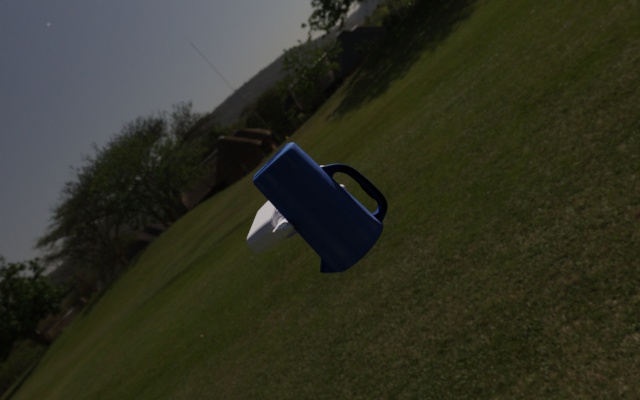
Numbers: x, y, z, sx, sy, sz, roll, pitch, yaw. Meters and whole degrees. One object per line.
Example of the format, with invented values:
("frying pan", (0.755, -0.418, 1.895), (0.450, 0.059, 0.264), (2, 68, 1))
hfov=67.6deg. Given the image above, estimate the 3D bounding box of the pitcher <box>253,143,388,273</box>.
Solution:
("pitcher", (0.000, 0.003, 0.899), (0.145, 0.243, 0.149), (-36, 13, 42))
